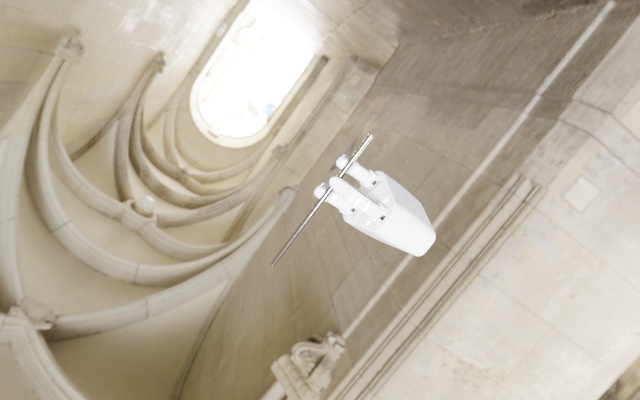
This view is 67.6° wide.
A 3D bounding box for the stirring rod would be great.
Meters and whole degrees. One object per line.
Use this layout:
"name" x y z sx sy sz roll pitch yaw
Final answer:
"stirring rod" 0.000 0.002 0.695 0.011 0.239 0.011 36 9 -7
